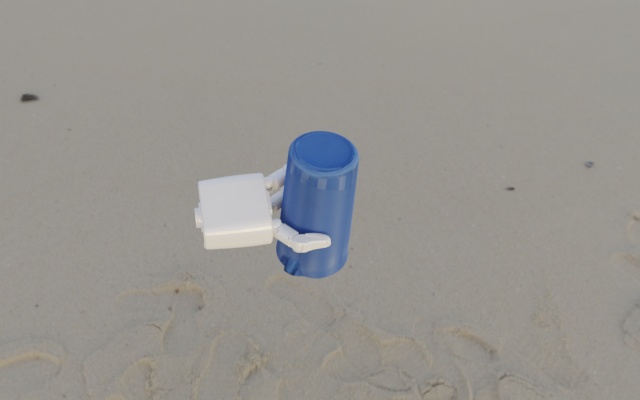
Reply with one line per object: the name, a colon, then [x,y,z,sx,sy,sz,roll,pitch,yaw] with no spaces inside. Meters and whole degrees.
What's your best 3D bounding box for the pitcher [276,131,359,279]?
pitcher: [0.000,0.003,0.803,0.145,0.149,0.243,-5,-44,-13]
